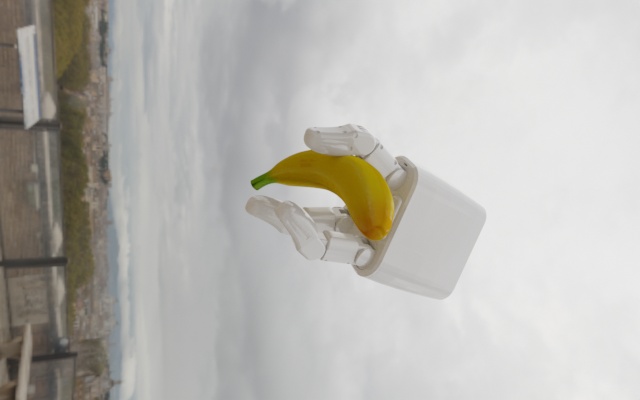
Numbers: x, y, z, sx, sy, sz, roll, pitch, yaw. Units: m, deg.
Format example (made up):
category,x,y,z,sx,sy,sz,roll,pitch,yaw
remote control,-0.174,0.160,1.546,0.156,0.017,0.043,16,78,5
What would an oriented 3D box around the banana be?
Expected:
category,x,y,z,sx,sy,sz,roll,pitch,yaw
banana,0.010,-0.013,0.409,0.037,0.069,0.197,49,-16,-30
